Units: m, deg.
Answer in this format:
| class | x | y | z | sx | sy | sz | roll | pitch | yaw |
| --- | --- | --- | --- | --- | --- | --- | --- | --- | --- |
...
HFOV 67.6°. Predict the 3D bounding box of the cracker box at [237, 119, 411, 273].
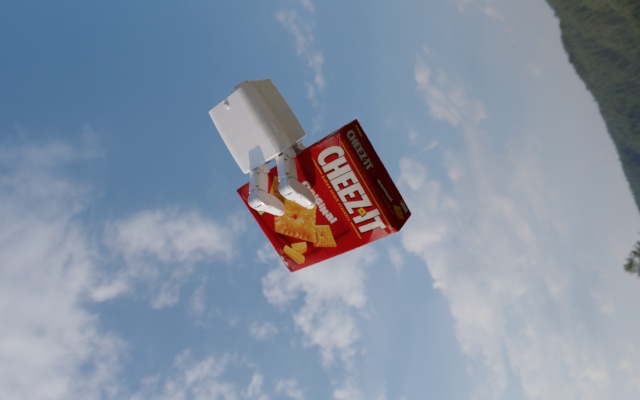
| class | x | y | z | sx | sy | sz | roll | pitch | yaw |
| --- | --- | --- | --- | --- | --- | --- | --- | --- | --- |
| cracker box | 0.000 | 0.002 | 0.721 | 0.214 | 0.164 | 0.072 | -26 | 11 | 35 |
